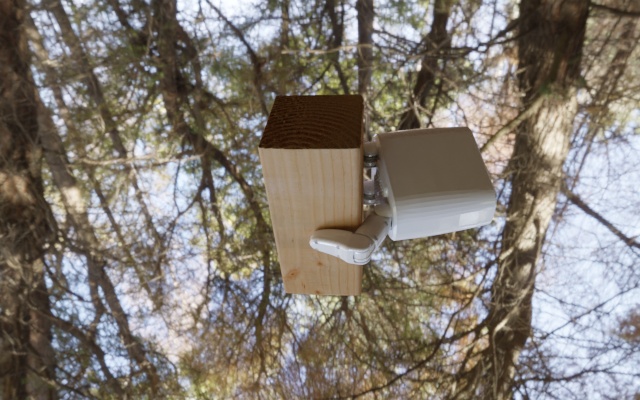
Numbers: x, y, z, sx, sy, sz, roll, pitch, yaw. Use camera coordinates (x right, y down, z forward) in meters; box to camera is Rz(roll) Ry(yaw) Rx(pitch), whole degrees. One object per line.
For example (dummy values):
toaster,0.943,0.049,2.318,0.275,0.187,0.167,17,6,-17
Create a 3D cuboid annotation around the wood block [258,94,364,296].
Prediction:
wood block,0.000,0.002,0.504,0.090,0.206,0.090,1,42,7
